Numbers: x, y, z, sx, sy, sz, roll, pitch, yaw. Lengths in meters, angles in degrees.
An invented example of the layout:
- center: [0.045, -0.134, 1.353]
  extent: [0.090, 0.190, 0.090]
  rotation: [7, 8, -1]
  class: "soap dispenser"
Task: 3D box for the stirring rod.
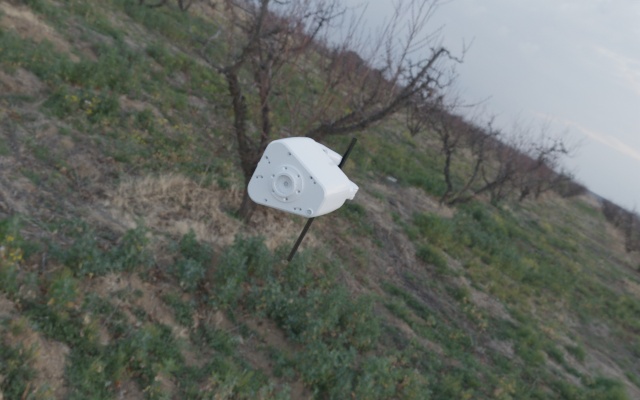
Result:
- center: [0.000, 0.003, 0.798]
  extent: [0.011, 0.239, 0.011]
  rotation: [26, 16, -8]
  class: "stirring rod"
